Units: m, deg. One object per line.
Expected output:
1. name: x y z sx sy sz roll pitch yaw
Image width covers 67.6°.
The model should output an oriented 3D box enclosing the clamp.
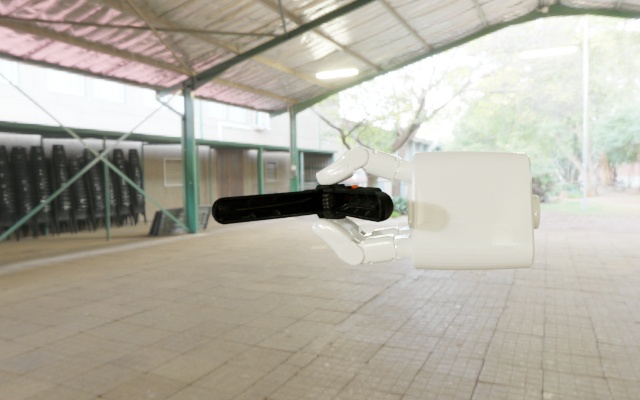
1. clamp: 0.000 0.001 0.489 0.164 0.036 0.210 -1 3 14
